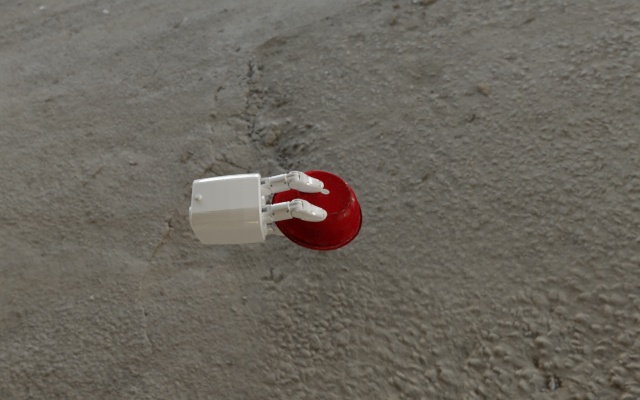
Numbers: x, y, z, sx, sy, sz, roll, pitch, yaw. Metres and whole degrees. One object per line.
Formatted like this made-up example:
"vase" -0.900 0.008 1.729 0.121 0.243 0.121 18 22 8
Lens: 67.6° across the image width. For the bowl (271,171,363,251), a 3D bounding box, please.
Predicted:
"bowl" 0.001 0.002 0.803 0.162 0.162 0.055 0 -38 -16
